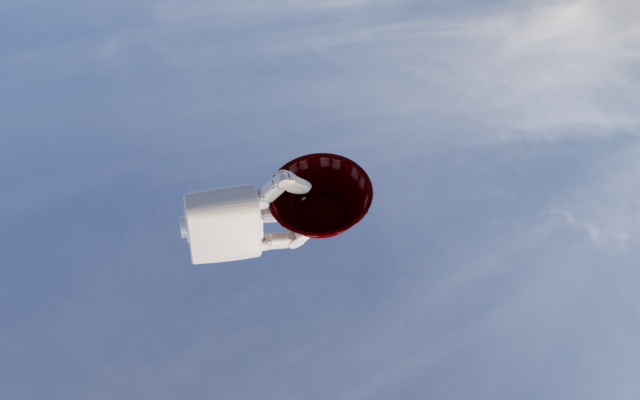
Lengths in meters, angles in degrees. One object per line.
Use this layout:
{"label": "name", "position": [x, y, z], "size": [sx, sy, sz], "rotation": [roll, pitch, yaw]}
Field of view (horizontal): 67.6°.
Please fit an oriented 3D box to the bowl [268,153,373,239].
{"label": "bowl", "position": [0.001, 0.003, 0.741], "size": [0.162, 0.162, 0.055], "rotation": [0, -38, 5]}
